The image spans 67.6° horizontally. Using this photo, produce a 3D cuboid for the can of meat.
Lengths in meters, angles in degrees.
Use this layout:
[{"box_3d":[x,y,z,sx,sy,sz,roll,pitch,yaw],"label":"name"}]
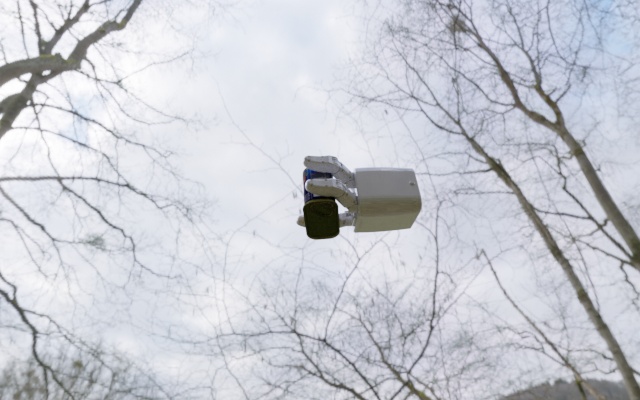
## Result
[{"box_3d":[0.000,0.002,0.807,0.057,0.083,0.102,-5,-40,1],"label":"can of meat"}]
